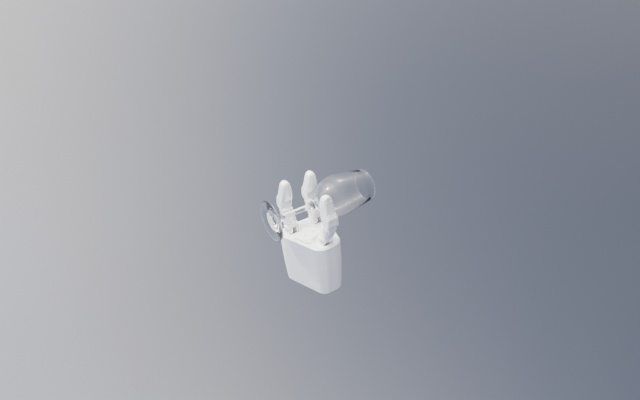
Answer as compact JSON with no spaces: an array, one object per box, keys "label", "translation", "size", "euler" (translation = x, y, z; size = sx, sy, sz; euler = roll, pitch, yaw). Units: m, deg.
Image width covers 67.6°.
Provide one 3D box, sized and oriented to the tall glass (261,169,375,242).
[{"label":"tall glass","translation":[0.000,0.003,0.845],"size":[0.201,0.079,0.079],"euler":[-22,10,-26]}]
